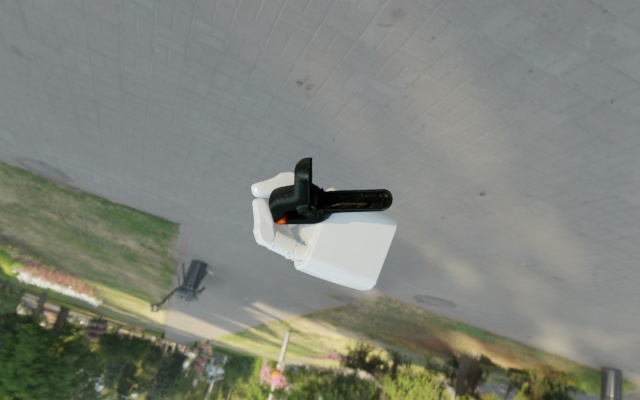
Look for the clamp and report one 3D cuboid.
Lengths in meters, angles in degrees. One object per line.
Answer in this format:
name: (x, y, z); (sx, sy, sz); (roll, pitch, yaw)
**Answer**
clamp: (0.000, 0.002, 0.563); (0.120, 0.039, 0.171); (23, -22, -18)
